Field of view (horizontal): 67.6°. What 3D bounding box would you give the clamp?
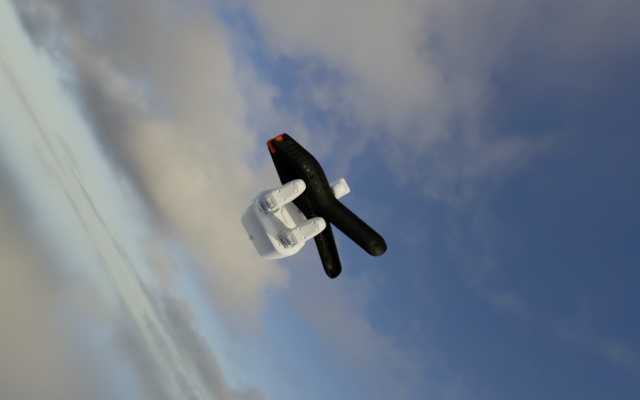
[{"bbox_3d":[0.000,0.001,0.616,0.036,0.210,0.164,-29,0,-27],"label":"clamp"}]
